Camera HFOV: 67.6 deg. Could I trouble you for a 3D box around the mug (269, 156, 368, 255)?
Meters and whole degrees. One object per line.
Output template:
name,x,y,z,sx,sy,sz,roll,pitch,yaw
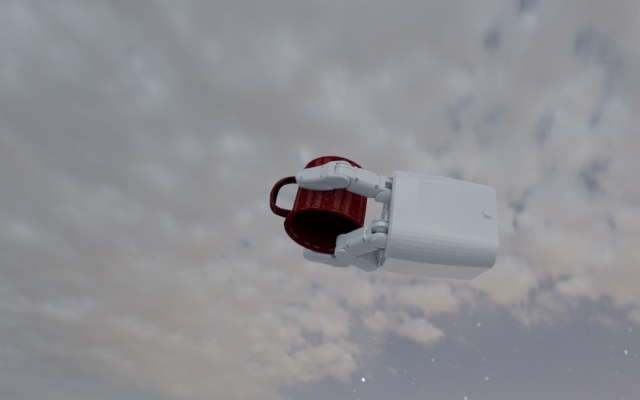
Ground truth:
mug,-0.001,0.001,0.549,0.117,0.081,0.093,9,-35,5
